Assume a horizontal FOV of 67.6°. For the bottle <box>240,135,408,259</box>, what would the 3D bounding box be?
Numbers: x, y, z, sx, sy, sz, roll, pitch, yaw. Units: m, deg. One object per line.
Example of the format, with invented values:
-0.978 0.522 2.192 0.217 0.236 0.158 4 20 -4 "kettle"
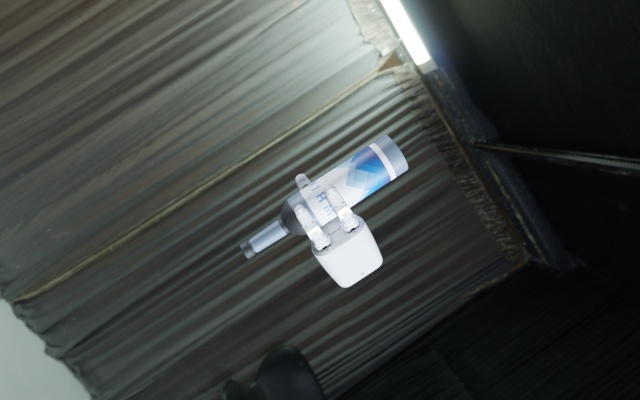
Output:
0.000 0.002 0.771 0.296 0.069 0.069 -33 0 -1 "bottle"
